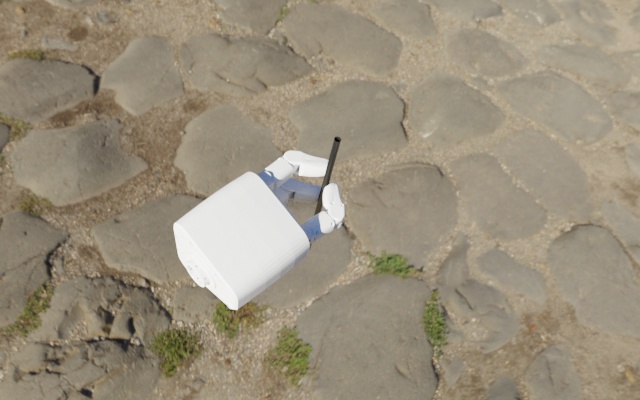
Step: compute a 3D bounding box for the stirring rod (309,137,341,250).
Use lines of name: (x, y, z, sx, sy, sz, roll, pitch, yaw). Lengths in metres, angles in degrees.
stirring rod: (0.000, 0.002, 0.620, 0.011, 0.011, 0.240, 0, -35, -11)
